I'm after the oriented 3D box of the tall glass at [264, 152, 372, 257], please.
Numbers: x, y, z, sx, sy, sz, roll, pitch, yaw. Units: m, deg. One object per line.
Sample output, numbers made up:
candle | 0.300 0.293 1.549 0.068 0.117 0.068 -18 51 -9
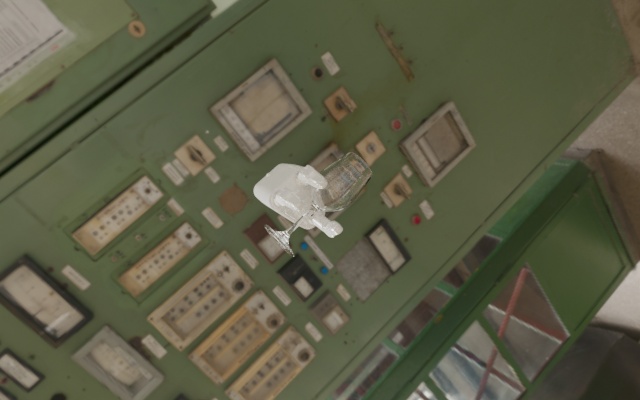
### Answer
tall glass | 0.000 0.003 0.833 0.201 0.079 0.079 -43 11 -13
